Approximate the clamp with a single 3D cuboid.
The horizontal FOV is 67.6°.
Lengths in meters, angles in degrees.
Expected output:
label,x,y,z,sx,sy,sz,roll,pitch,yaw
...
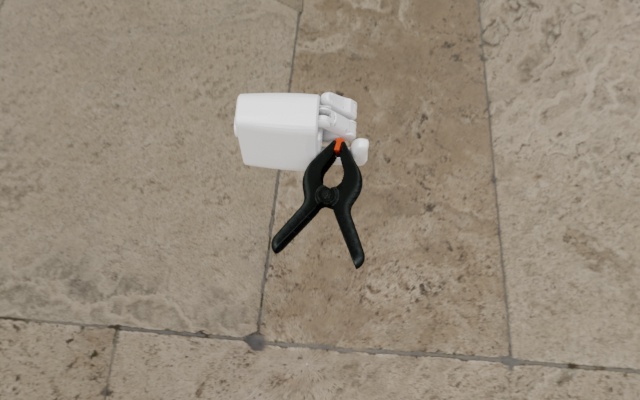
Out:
label,x,y,z,sx,sy,sz,roll,pitch,yaw
clamp,0.000,0.002,0.622,0.120,0.171,0.039,3,-19,4
